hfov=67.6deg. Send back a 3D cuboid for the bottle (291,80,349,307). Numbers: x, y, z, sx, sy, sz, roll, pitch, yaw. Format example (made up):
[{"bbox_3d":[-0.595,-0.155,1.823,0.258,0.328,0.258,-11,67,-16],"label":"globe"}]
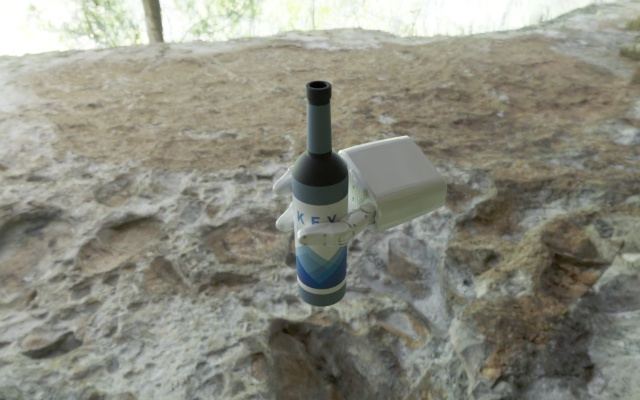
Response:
[{"bbox_3d":[0.000,0.002,0.574,0.069,0.296,0.069,-1,35,0],"label":"bottle"}]
